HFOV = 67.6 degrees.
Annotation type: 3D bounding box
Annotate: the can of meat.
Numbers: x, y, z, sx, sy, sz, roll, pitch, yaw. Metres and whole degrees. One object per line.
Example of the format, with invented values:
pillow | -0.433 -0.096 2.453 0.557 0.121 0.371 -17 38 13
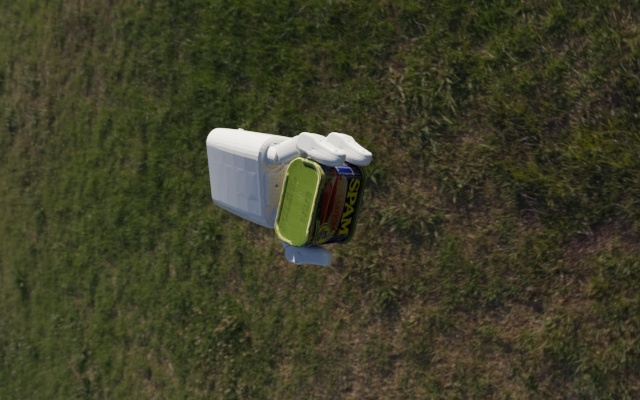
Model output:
can of meat | 0.000 0.002 0.547 0.057 0.102 0.084 21 14 37
